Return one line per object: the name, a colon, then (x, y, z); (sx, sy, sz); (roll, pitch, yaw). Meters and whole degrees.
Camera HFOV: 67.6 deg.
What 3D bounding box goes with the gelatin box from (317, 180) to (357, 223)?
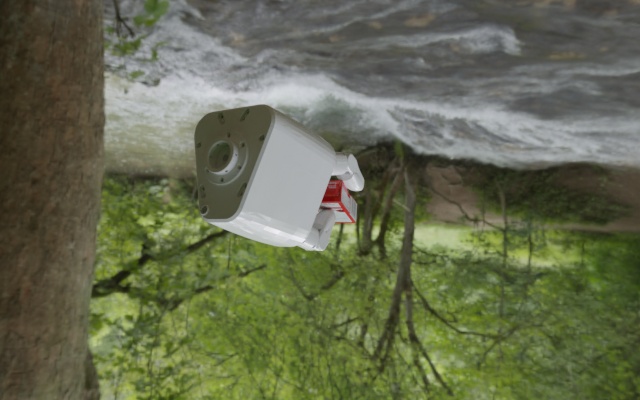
gelatin box: (0.000, 0.002, 0.583); (0.073, 0.030, 0.089); (0, -19, 17)
